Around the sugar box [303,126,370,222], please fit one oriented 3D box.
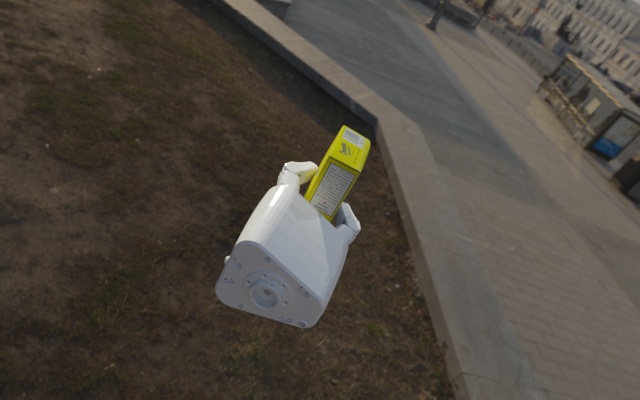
[{"bbox_3d":[0.000,0.002,0.598,0.048,0.176,0.093,30,32,-3],"label":"sugar box"}]
